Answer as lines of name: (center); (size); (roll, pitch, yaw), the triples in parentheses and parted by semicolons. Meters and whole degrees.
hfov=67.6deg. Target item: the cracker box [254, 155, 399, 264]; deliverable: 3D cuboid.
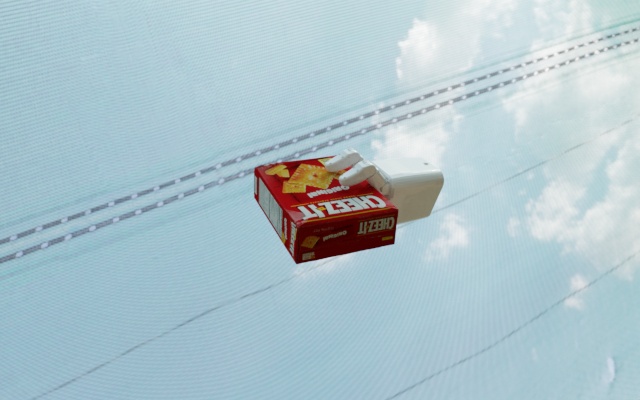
cracker box: (0.000, 0.003, 0.768); (0.164, 0.072, 0.213); (-9, 30, -21)
